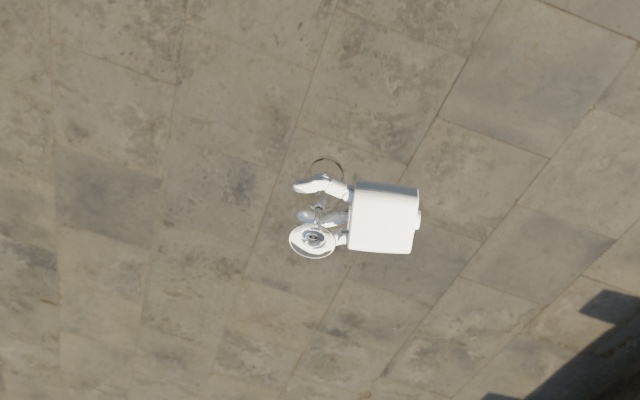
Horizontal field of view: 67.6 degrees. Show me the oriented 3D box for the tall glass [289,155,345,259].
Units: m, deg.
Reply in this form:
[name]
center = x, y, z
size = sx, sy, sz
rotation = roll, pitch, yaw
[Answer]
[tall glass]
center = 0.000, 0.003, 0.819
size = 0.079, 0.079, 0.201
rotation = 0, 38, 9
